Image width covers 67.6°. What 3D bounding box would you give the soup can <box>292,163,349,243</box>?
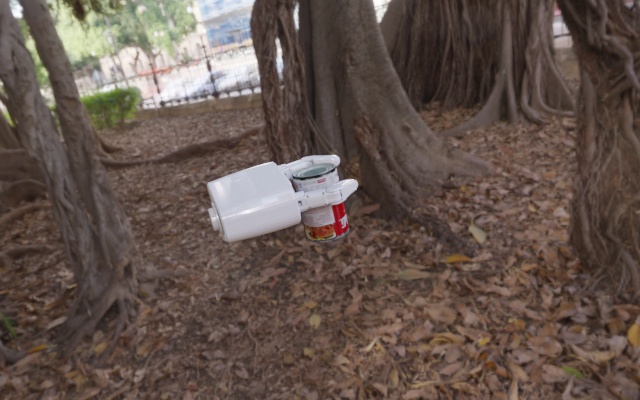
[{"bbox_3d":[0.001,0.002,0.711,0.068,0.102,0.068,-11,18,4],"label":"soup can"}]
